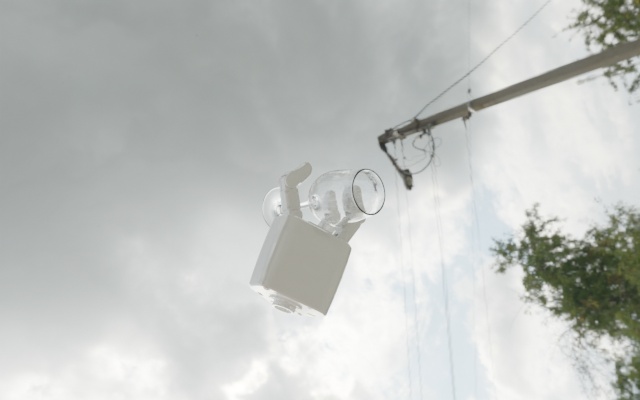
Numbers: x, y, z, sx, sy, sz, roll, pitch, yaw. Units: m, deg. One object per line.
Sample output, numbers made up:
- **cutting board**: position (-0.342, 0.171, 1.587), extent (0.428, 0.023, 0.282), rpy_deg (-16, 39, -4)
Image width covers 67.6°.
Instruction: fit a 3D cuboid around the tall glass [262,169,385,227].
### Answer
- **tall glass**: position (0.000, 0.002, 0.694), extent (0.079, 0.079, 0.201), rpy_deg (0, -8, -40)
